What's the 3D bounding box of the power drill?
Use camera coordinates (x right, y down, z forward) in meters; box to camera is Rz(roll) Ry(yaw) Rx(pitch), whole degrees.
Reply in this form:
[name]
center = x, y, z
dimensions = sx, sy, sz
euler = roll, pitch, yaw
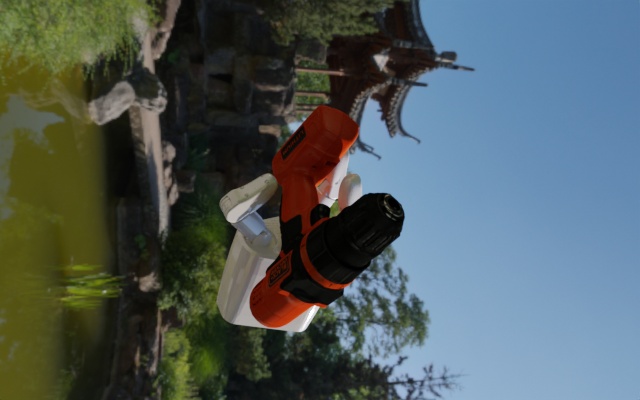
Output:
[power drill]
center = 0.000, 0.001, 0.431
dimensions = 0.057, 0.187, 0.184
euler = 27, -48, -25
